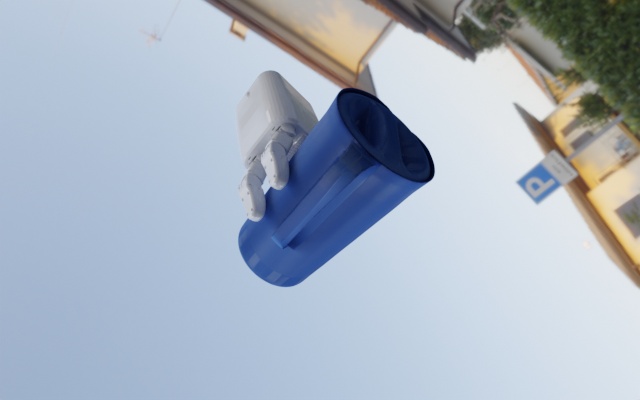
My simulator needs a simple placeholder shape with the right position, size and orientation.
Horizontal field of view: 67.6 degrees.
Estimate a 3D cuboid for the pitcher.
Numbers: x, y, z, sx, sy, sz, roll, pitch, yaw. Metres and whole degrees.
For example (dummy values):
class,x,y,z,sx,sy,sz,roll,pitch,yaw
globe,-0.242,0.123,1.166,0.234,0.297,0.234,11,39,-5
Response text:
class,x,y,z,sx,sy,sz,roll,pitch,yaw
pitcher,0.000,0.002,0.553,0.149,0.145,0.243,16,-48,-35
